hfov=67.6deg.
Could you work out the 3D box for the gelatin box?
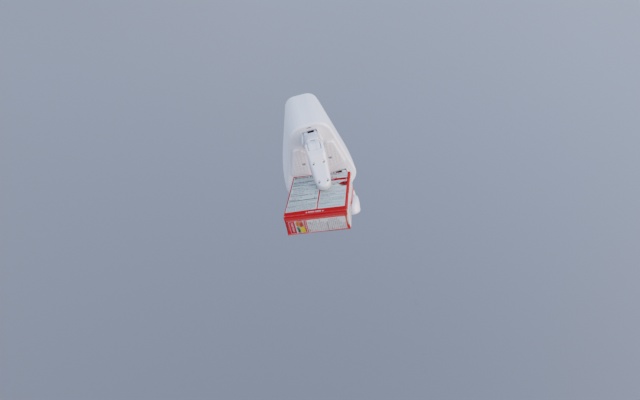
[{"bbox_3d":[0.000,0.002,0.563,0.073,0.030,0.089,-7,32,10],"label":"gelatin box"}]
